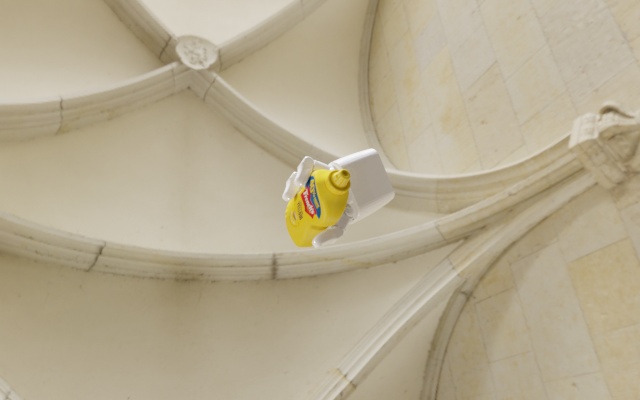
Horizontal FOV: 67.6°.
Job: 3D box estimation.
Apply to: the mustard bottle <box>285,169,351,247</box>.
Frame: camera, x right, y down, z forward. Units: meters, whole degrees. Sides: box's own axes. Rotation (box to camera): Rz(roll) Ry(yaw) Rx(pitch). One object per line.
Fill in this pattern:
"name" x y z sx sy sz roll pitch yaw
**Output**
"mustard bottle" 0.000 0.003 0.819 0.058 0.096 0.192 3 -29 -27
